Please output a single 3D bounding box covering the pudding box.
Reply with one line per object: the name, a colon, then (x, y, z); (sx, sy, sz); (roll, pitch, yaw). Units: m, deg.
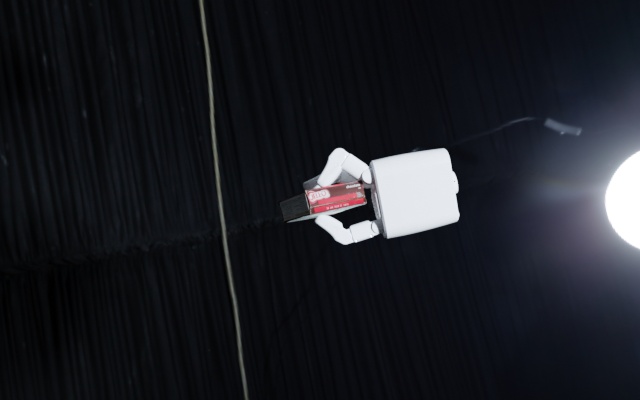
pudding box: (0.000, 0.002, 0.692); (0.090, 0.039, 0.113); (-10, -6, -26)
